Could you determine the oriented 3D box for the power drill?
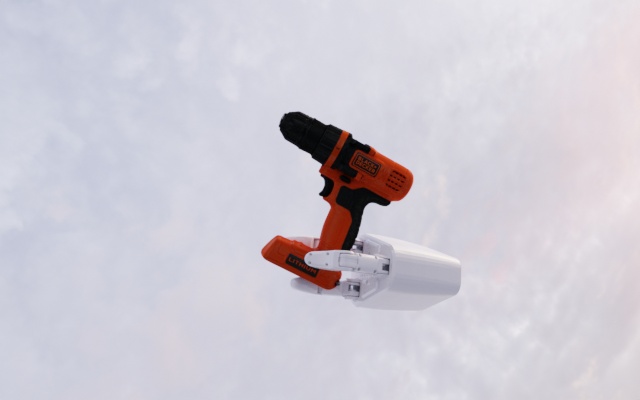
[{"bbox_3d":[0.000,0.002,0.601,0.184,0.187,0.057,28,4,-3],"label":"power drill"}]
